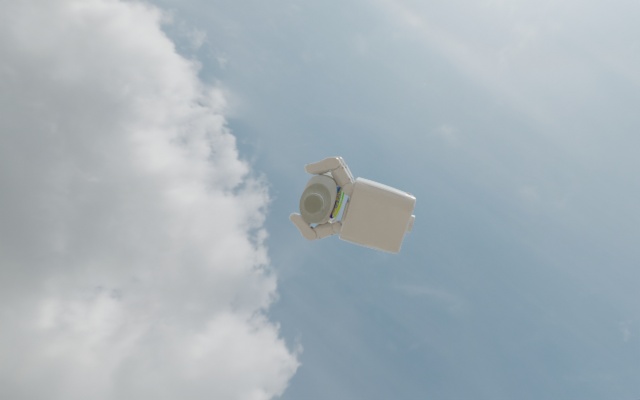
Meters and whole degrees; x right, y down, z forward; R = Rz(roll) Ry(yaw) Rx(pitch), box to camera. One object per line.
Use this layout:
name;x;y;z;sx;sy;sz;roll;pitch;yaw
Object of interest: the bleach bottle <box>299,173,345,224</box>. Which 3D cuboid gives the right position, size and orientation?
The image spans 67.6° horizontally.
bleach bottle;0.000;0.003;0.839;0.068;0.102;0.251;18;7;5
